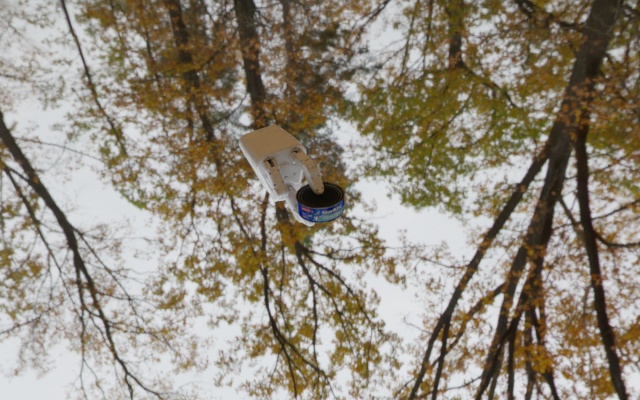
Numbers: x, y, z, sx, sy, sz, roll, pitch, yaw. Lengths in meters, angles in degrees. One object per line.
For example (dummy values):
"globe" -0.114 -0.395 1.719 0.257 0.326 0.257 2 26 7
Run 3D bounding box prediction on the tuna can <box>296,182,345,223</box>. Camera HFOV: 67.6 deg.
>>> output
"tuna can" 0.000 0.003 0.840 0.086 0.034 0.086 -2 33 2
